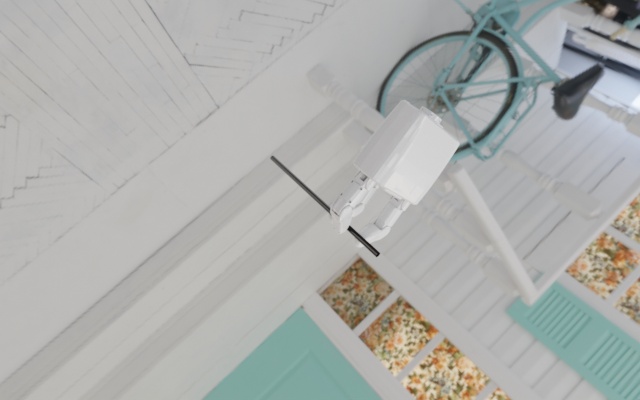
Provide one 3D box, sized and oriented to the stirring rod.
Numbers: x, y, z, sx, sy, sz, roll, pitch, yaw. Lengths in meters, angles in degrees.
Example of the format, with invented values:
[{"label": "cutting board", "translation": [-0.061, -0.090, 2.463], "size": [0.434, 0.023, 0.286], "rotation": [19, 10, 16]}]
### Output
[{"label": "stirring rod", "translation": [0.000, 0.002, 0.696], "size": [0.239, 0.011, 0.011], "rotation": [43, 25, 30]}]
